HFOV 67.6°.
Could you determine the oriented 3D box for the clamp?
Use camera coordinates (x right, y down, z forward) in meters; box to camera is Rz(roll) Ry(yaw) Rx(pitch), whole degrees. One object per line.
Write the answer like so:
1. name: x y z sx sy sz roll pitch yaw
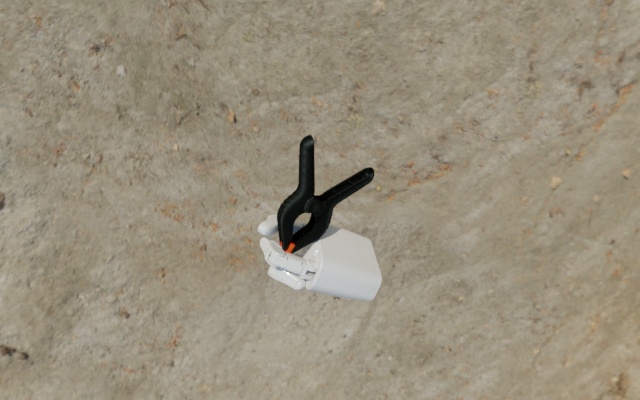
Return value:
1. clamp: 0.000 0.003 0.675 0.120 0.171 0.039 18 19 -18
